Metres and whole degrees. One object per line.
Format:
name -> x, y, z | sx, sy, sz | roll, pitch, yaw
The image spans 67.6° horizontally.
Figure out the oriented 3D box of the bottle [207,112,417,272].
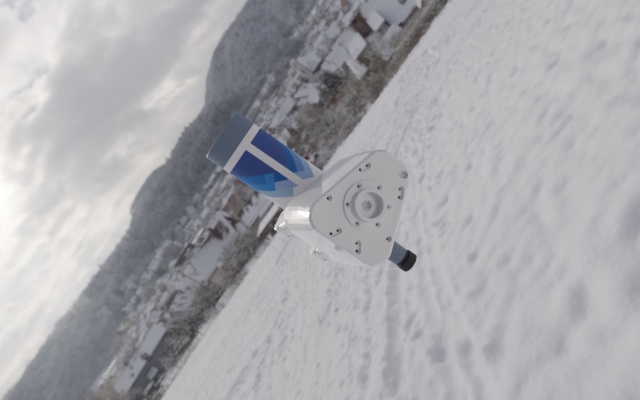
bottle -> 0.000, 0.002, 0.604 | 0.296, 0.069, 0.069 | 34, -8, -11
